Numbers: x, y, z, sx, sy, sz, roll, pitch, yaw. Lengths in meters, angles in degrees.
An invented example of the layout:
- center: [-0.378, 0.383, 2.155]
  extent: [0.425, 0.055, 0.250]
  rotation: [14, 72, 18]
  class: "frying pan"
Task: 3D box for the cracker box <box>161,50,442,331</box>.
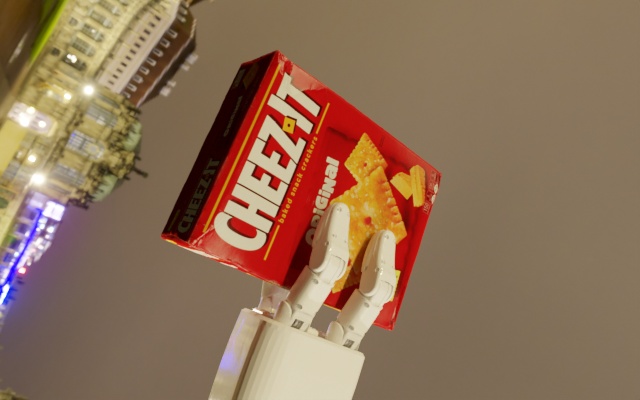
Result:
- center: [0.000, 0.001, 0.419]
  extent: [0.214, 0.164, 0.072]
  rotation: [30, -16, -33]
  class: "cracker box"
